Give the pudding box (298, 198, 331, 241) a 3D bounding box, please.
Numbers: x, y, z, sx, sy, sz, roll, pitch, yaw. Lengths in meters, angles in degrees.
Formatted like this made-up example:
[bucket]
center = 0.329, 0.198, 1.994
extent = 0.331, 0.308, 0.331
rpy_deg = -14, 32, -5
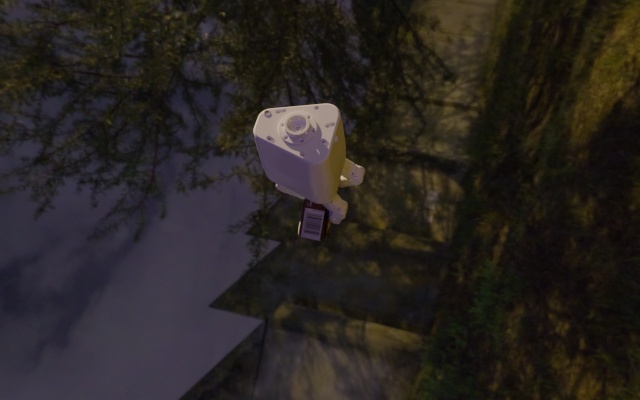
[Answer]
[pudding box]
center = 0.000, 0.002, 0.751
extent = 0.039, 0.113, 0.090
rpy_deg = 12, 4, 10
